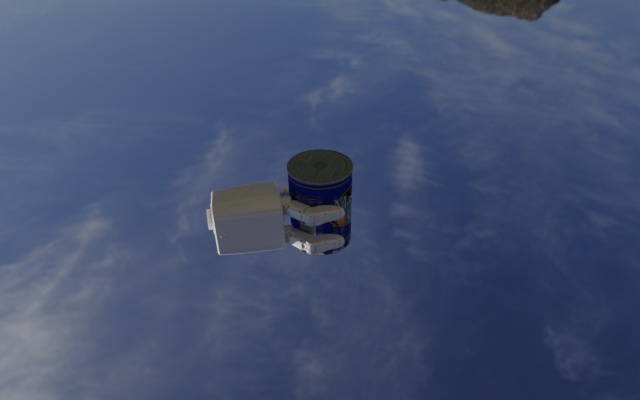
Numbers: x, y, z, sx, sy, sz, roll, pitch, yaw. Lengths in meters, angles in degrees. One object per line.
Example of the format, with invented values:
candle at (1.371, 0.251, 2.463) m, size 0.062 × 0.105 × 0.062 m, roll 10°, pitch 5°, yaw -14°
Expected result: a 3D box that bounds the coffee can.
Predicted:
coffee can at (0.000, 0.002, 0.773) m, size 0.103 × 0.140 × 0.102 m, roll -1°, pitch 33°, yaw 0°
